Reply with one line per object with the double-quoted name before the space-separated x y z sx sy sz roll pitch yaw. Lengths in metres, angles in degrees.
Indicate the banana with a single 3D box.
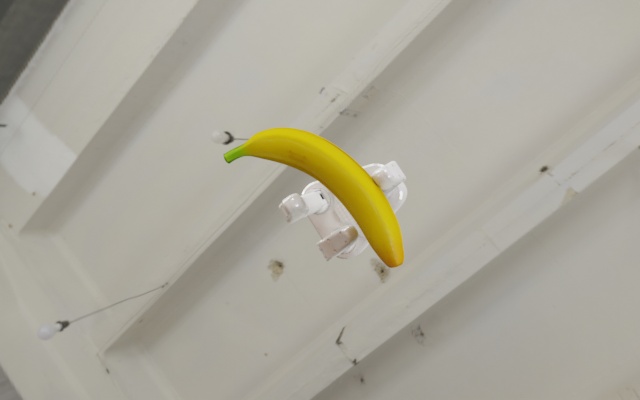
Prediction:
"banana" 0.007 -0.016 0.452 0.198 0.069 0.037 32 5 10
